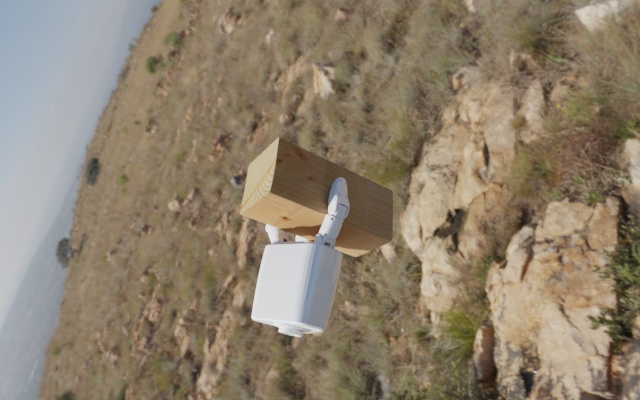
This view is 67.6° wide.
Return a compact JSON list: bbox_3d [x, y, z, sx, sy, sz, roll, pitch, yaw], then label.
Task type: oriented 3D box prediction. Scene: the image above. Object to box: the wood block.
[{"bbox_3d":[0.000,0.002,0.703,0.206,0.090,0.091,23,-34,-27],"label":"wood block"}]
